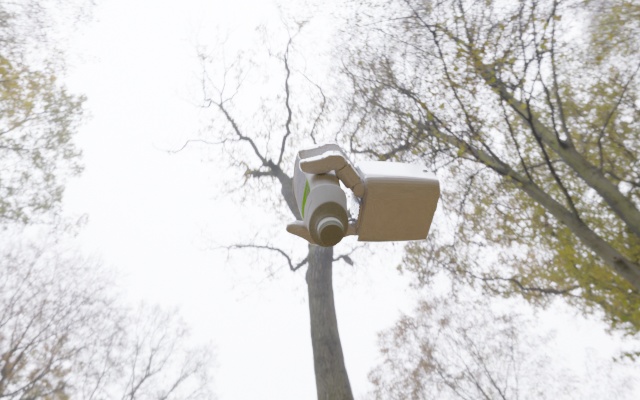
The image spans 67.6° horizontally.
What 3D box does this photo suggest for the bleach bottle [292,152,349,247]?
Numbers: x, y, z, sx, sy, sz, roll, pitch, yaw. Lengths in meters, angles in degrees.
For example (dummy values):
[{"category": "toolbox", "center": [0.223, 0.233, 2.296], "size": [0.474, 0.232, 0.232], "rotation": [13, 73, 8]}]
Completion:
[{"category": "bleach bottle", "center": [0.000, 0.002, 0.673], "size": [0.068, 0.103, 0.250], "rotation": [1, 22, -7]}]
